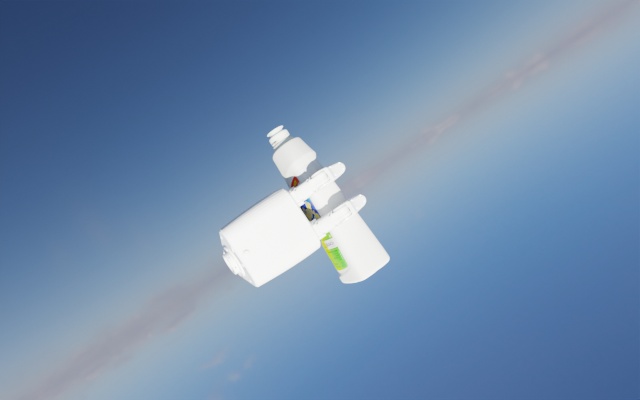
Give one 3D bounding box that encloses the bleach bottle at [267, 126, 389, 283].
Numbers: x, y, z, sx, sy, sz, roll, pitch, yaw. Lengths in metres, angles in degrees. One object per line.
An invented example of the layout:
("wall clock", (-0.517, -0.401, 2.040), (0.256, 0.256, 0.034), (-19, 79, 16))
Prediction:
("bleach bottle", (0.000, 0.002, 0.715), (0.068, 0.251, 0.102), (-34, -1, -19))
